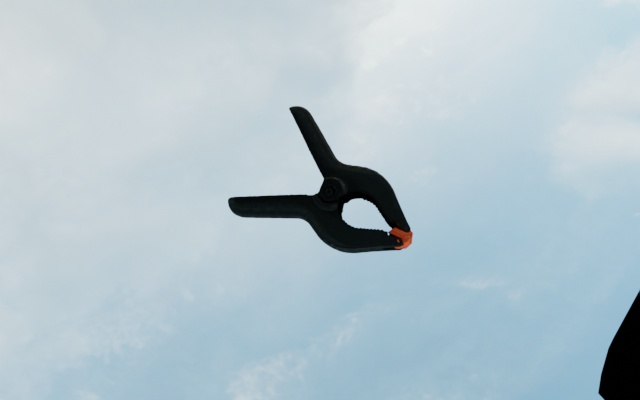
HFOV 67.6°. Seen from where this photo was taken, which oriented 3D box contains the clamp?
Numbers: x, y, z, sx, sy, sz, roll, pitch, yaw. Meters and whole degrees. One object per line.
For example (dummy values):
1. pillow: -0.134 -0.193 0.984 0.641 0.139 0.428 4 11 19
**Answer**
1. clamp: 0.000 0.002 0.435 0.171 0.120 0.039 40 2 20
